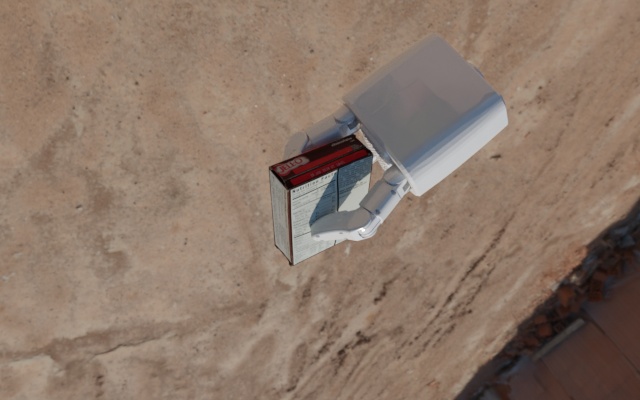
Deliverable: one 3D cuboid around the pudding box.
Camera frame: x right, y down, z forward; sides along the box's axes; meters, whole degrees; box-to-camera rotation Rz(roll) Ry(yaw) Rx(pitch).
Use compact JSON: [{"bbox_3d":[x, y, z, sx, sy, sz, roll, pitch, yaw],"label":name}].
[{"bbox_3d":[0.000,0.002,0.453,0.090,0.114,0.039,-23,50,-22],"label":"pudding box"}]
